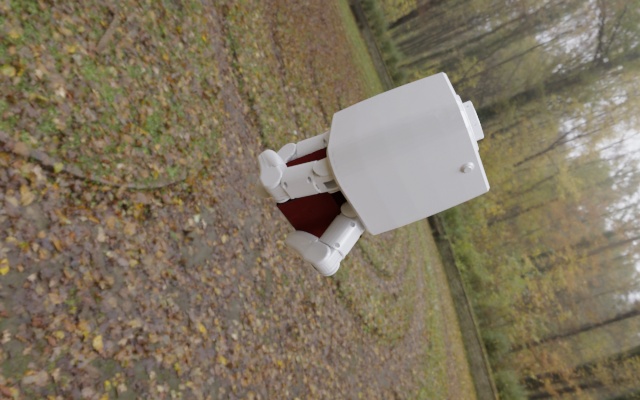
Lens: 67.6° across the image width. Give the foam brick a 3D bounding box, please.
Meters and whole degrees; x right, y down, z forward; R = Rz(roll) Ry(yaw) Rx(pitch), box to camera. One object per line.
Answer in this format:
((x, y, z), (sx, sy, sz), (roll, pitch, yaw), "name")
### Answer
((0.000, 0.002, 0.444), (0.051, 0.053, 0.078), (-20, -46, 17), "foam brick")
